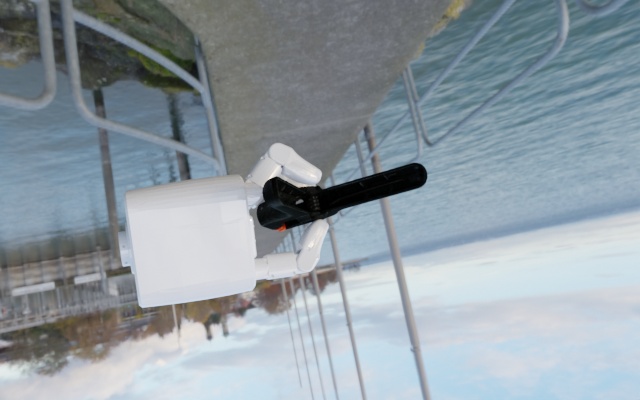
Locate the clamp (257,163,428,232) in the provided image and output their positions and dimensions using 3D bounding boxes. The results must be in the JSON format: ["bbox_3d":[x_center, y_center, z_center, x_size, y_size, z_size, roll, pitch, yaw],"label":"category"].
[{"bbox_3d":[0.000,0.003,0.502,0.164,0.036,0.210,-7,-9,-21],"label":"clamp"}]
